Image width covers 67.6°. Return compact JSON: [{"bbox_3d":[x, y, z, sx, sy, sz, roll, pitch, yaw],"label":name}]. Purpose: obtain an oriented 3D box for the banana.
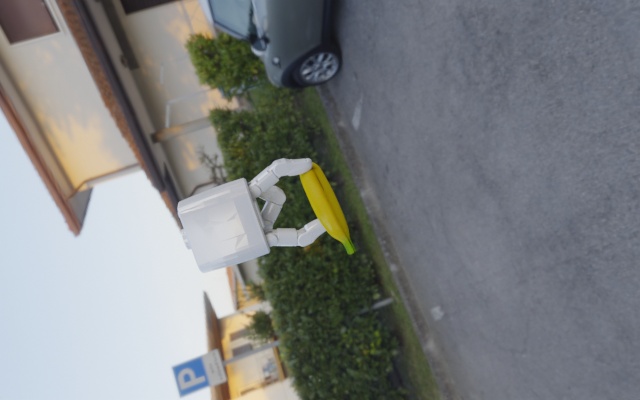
[{"bbox_3d":[-0.002,-0.008,0.712,0.037,0.197,0.070,-19,-42,-6],"label":"banana"}]
